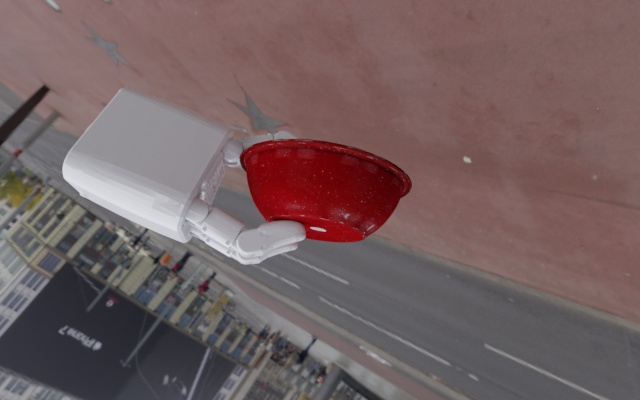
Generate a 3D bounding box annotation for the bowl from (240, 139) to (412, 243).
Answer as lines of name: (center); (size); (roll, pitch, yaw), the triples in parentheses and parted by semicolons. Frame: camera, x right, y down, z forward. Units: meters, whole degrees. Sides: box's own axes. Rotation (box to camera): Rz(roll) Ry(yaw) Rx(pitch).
bowl: (0.001, 0.002, 0.440); (0.162, 0.055, 0.162); (8, -16, 2)
